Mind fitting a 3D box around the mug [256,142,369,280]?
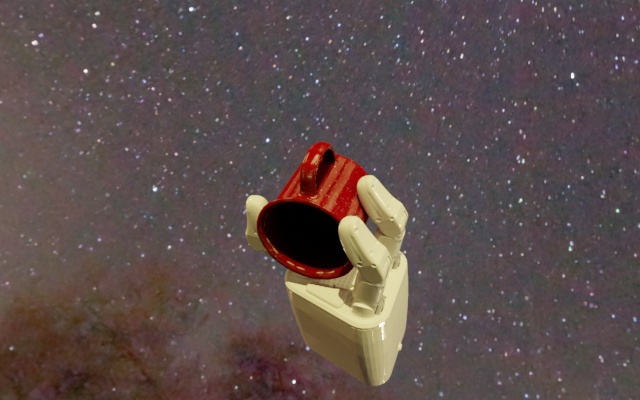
[{"bbox_3d":[0.000,0.000,0.425,0.093,0.117,0.081,9,41,19],"label":"mug"}]
